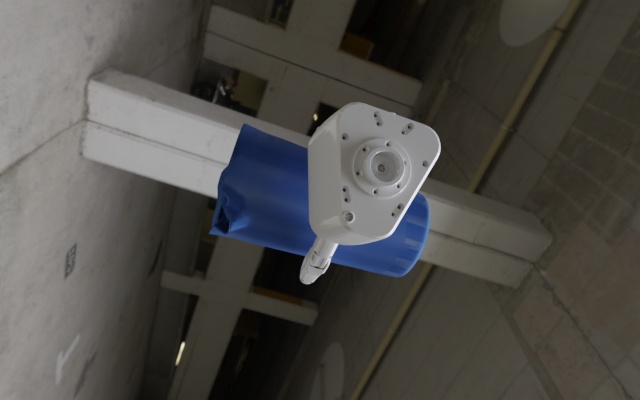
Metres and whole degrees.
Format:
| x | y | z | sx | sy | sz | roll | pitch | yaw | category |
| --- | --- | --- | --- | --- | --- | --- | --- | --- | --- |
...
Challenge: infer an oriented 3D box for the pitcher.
| x | y | z | sx | sy | sz | roll | pitch | yaw | category |
| --- | --- | --- | --- | --- | --- | --- | --- | --- | --- |
| 0.000 | 0.002 | 0.576 | 0.243 | 0.149 | 0.145 | 18 | -11 | -10 | pitcher |
